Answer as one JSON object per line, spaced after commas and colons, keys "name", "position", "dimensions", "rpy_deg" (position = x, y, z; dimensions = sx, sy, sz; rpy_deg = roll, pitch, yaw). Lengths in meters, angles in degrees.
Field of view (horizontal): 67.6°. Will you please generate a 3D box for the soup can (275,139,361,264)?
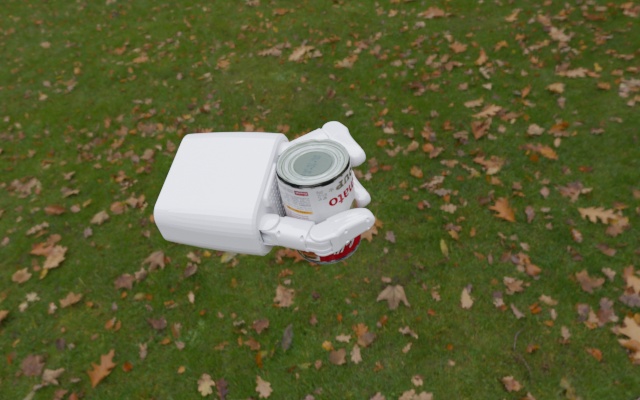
{"name": "soup can", "position": [0.000, 0.001, 0.448], "dimensions": [0.068, 0.102, 0.068], "rpy_deg": [-6, 43, 6]}
